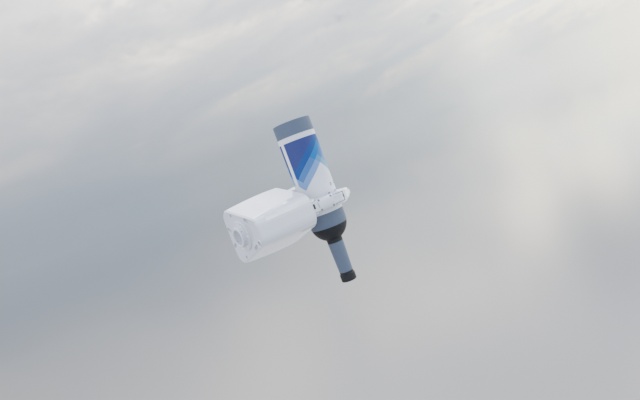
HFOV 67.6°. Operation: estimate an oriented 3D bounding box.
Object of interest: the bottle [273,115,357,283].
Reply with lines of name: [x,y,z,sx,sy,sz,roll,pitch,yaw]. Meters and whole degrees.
bottle: [0.000,0.002,0.833,0.069,0.296,0.069,-20,5,2]
